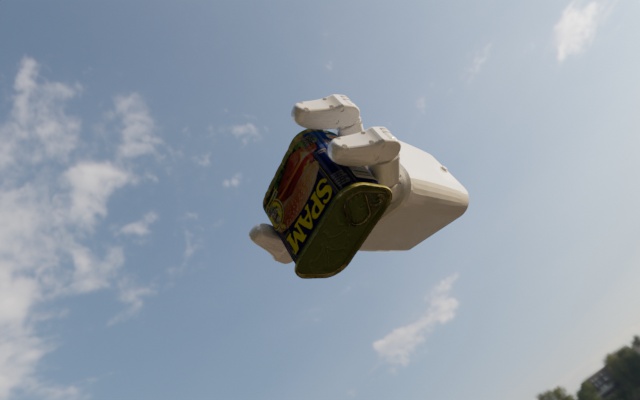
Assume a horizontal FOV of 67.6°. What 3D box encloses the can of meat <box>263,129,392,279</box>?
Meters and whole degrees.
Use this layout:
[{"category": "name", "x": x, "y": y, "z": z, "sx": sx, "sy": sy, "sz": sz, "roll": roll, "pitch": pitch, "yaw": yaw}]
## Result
[{"category": "can of meat", "x": 0.000, "y": 0.001, "z": 0.409, "sx": 0.057, "sy": 0.102, "sz": 0.084, "roll": 5, "pitch": 37, "yaw": -39}]
